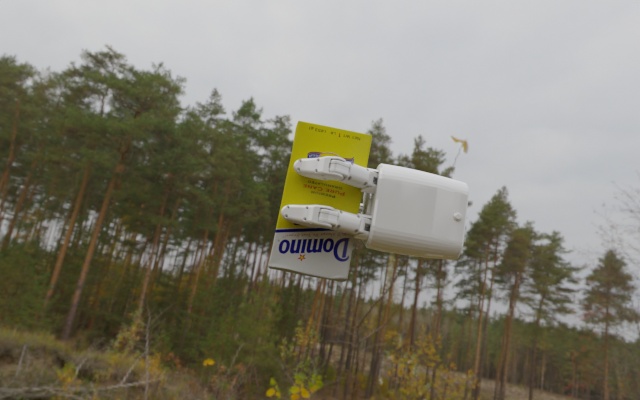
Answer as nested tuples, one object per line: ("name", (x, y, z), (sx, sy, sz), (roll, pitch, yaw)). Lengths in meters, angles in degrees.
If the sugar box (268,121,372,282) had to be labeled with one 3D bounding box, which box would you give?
("sugar box", (0.000, 0.002, 0.566), (0.093, 0.176, 0.048), (10, -12, -2))
